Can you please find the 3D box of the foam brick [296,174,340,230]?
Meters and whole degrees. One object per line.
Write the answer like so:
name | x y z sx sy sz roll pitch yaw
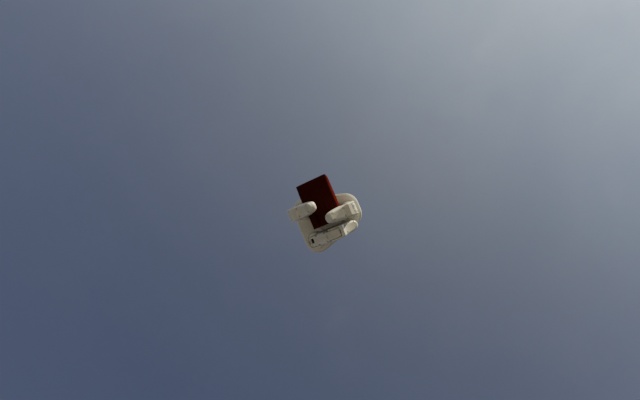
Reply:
foam brick | 0.000 0.002 0.790 0.053 0.078 0.051 -23 -1 5
